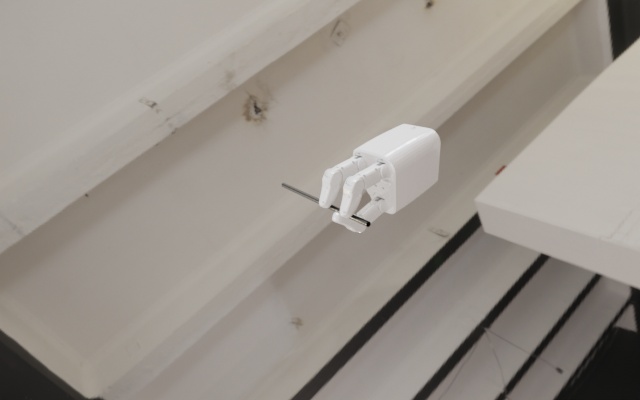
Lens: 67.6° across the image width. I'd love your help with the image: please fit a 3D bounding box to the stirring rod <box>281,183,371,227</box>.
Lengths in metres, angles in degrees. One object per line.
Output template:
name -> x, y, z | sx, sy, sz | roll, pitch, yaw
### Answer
stirring rod -> 0.000, 0.002, 0.756 | 0.011, 0.011, 0.239 | 0, 15, -35
